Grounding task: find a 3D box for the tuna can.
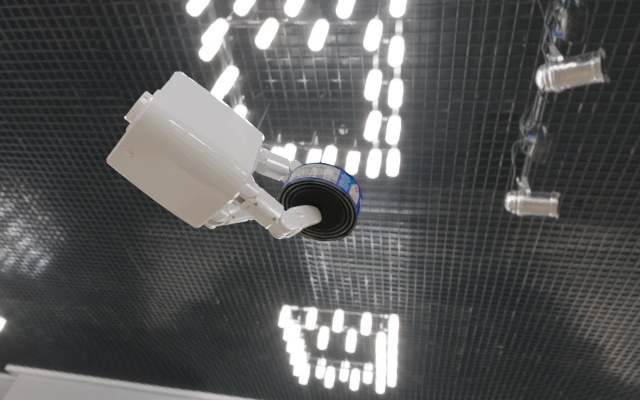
[{"bbox_3d":[0.000,0.001,0.503,0.086,0.086,0.033,0,41,19],"label":"tuna can"}]
